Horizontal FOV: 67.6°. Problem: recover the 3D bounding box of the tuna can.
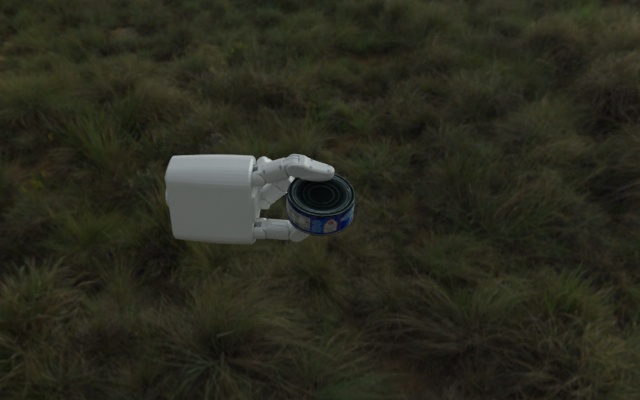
[{"bbox_3d":[0.000,0.002,0.592,0.086,0.034,0.086,3,43,-3],"label":"tuna can"}]
